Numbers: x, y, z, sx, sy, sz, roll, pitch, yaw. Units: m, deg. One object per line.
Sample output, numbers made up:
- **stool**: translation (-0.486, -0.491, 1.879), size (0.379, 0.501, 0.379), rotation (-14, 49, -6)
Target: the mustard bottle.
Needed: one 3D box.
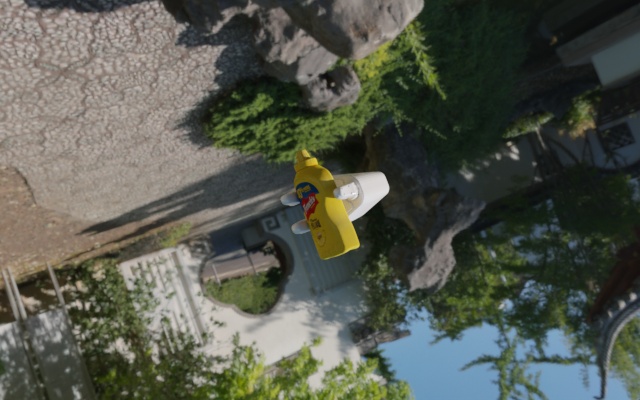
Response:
- **mustard bottle**: translation (0.000, 0.003, 0.827), size (0.058, 0.191, 0.096), rotation (-19, -4, -28)
